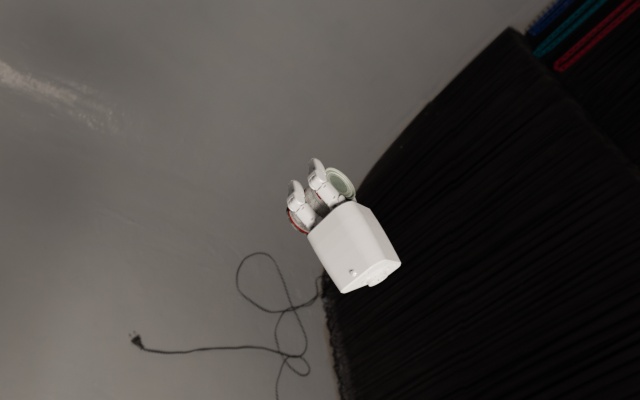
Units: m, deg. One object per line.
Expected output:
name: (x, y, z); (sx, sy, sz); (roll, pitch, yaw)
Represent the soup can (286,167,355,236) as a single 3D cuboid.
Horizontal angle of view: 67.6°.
soup can: (0.000, 0.002, 0.785); (0.068, 0.068, 0.102); (0, -37, -50)
